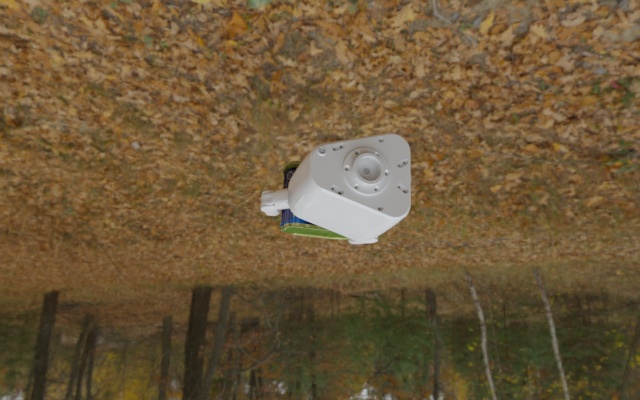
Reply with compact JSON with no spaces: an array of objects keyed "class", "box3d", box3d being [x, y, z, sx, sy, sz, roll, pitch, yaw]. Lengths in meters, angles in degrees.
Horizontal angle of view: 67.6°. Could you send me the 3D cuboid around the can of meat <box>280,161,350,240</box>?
[{"class":"can of meat","box3d":[0.000,0.002,0.614,0.102,0.084,0.057,7,-16,-16]}]
